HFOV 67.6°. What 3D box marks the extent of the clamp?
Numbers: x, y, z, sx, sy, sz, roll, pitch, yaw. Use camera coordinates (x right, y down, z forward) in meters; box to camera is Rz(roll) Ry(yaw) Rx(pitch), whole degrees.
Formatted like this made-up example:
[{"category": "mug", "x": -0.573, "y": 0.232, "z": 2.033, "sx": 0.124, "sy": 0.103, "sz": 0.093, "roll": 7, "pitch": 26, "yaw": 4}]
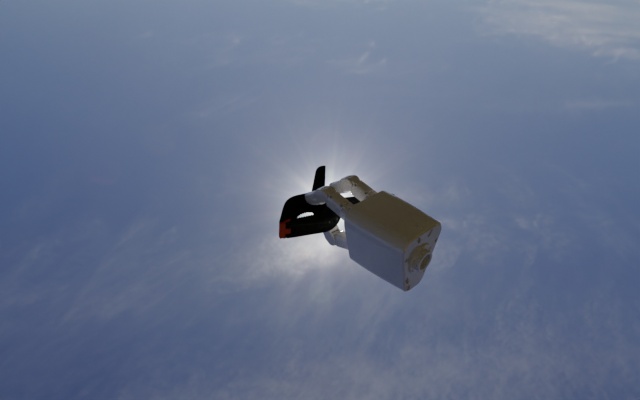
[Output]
[{"category": "clamp", "x": 0.000, "y": 0.004, "z": 0.786, "sx": 0.210, "sy": 0.036, "sz": 0.164, "roll": -25, "pitch": 41, "yaw": -38}]
